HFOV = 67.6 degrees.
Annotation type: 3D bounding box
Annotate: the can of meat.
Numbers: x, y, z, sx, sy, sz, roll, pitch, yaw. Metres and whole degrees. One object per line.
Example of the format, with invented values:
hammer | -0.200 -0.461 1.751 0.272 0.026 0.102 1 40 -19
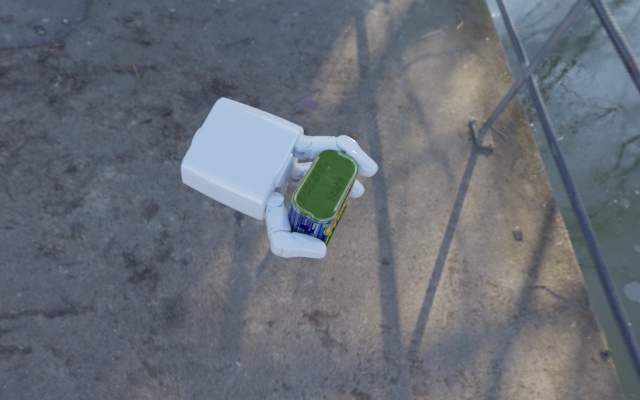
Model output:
can of meat | 0.000 0.002 0.552 0.057 0.102 0.084 25 -33 6
